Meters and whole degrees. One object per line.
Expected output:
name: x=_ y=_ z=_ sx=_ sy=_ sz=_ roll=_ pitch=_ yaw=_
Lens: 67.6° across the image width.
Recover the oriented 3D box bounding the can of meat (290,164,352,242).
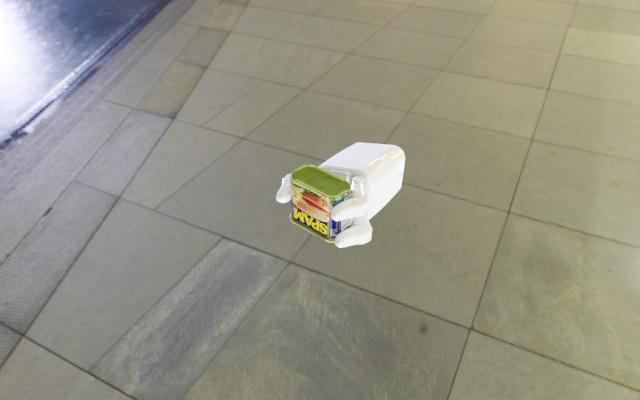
can of meat: x=0.000 y=0.002 z=0.731 sx=0.102 sy=0.084 sz=0.057 roll=27 pitch=45 yaw=31
